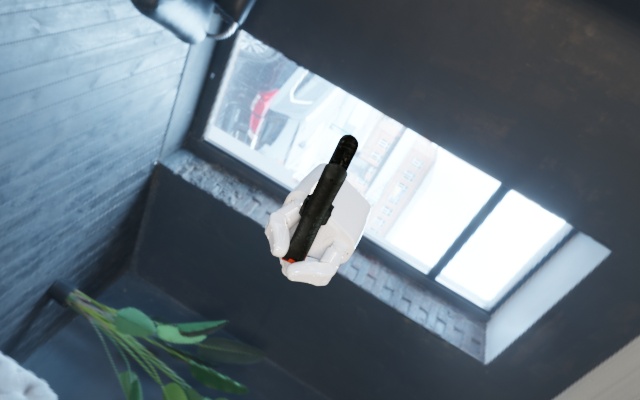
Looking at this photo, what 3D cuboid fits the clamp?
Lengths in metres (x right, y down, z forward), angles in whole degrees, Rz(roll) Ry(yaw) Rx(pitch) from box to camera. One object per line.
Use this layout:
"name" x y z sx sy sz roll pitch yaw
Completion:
"clamp" 0.001 0.002 0.565 0.039 0.171 0.120 31 35 3
